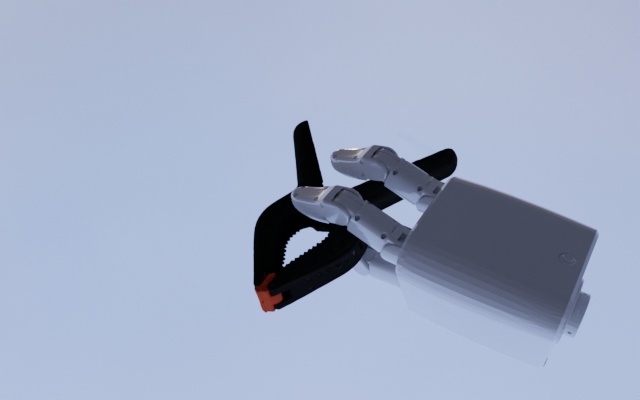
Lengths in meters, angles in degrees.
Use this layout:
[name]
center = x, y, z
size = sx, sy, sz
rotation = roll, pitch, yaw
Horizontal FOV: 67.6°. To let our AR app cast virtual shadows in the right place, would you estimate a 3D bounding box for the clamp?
[clamp]
center = 0.000, 0.002, 0.409
size = 0.164, 0.036, 0.210
rotation = 21, 51, 30
